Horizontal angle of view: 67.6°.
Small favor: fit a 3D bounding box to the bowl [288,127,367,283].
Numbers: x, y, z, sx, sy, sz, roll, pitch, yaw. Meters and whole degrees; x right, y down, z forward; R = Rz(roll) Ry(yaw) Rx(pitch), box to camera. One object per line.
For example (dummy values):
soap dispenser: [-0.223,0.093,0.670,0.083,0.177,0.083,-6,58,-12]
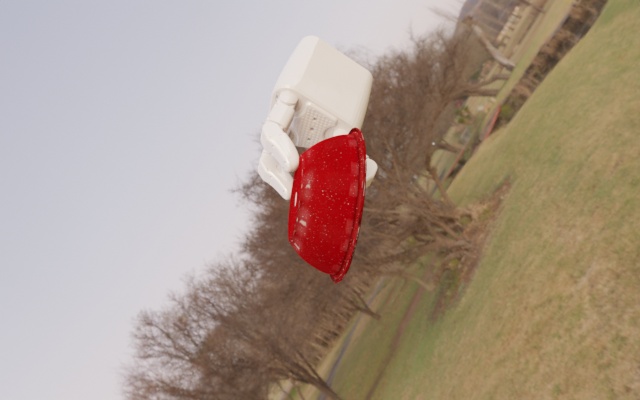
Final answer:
bowl: [0.000,0.002,0.492,0.055,0.162,0.162,7,-1,-9]
